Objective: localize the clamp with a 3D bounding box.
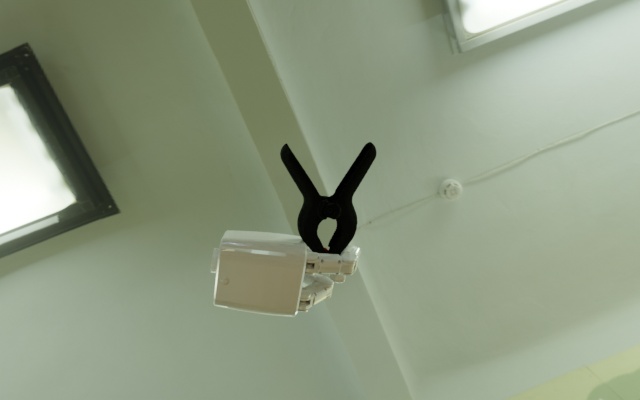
[{"bbox_3d":[0.000,0.002,0.616,0.120,0.171,0.039,8,14,-6],"label":"clamp"}]
